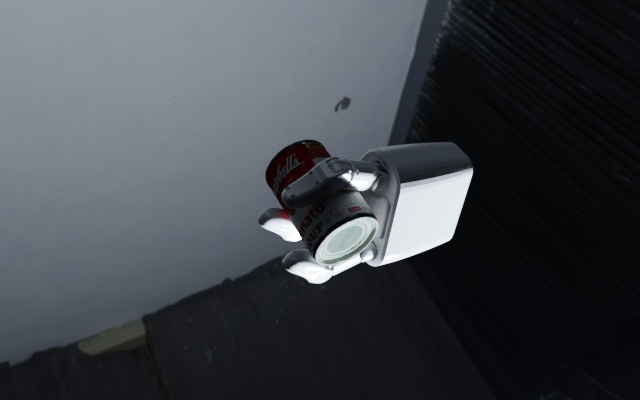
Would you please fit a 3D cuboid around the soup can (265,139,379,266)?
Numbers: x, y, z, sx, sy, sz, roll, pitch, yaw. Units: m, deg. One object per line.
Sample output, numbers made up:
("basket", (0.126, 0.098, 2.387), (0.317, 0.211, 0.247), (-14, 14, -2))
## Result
("soup can", (0.000, 0.002, 0.445), (0.068, 0.102, 0.069), (-23, -34, -17))
